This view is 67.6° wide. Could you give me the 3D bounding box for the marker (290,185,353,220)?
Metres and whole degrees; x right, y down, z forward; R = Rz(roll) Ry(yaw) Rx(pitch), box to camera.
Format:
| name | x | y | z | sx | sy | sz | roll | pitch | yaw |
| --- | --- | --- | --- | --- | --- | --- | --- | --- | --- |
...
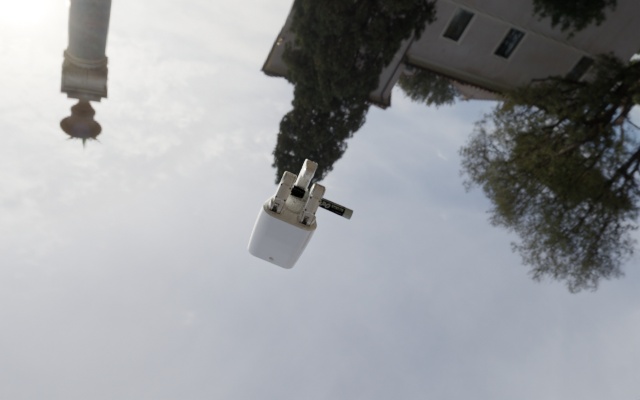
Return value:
| name | x | y | z | sx | sy | sz | roll | pitch | yaw |
| --- | --- | --- | --- | --- | --- | --- | --- | --- | --- |
| marker | 0.000 | 0.003 | 0.849 | 0.121 | 0.020 | 0.020 | 23 | -2 | -6 |
